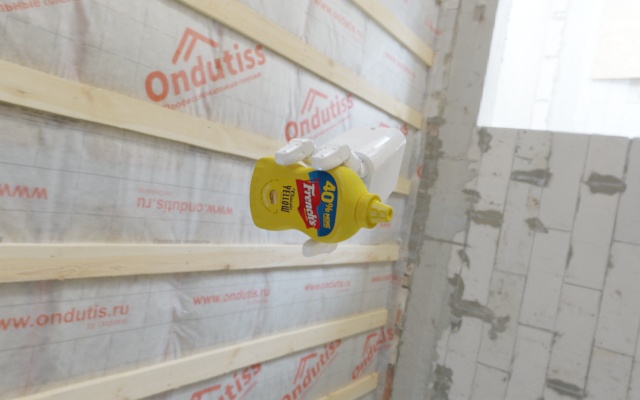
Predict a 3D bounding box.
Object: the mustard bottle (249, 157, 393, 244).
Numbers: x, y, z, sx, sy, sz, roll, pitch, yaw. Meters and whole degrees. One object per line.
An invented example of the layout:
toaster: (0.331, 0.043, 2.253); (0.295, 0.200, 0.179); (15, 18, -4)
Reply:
mustard bottle: (0.000, 0.002, 0.586); (0.191, 0.096, 0.058); (10, 8, 34)
